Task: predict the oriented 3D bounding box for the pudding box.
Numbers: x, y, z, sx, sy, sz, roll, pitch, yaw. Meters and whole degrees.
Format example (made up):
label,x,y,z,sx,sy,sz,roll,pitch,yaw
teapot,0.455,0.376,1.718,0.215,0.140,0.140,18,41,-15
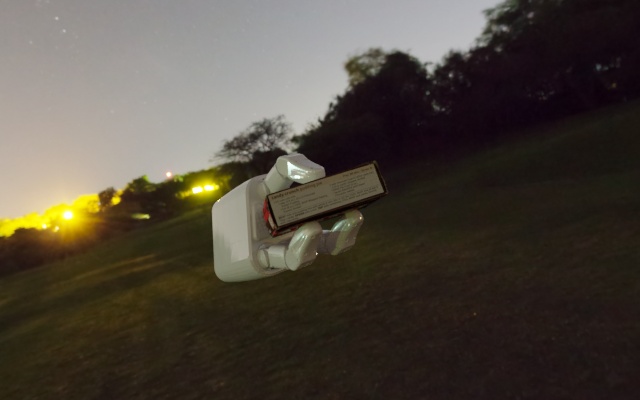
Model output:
label,x,y,z,sx,sy,sz,roll,pitch,yaw
pudding box,0.000,0.001,0.477,0.113,0.039,0.090,-20,-5,-11
